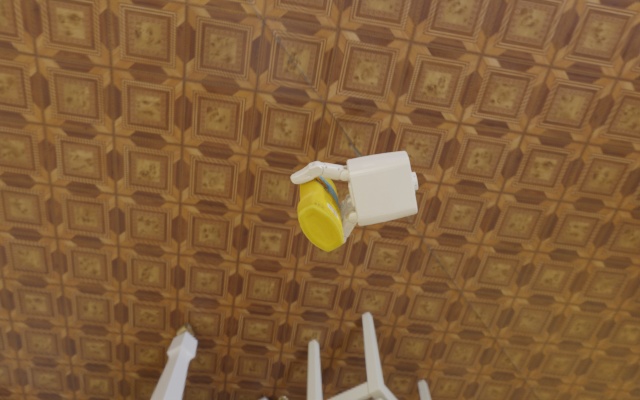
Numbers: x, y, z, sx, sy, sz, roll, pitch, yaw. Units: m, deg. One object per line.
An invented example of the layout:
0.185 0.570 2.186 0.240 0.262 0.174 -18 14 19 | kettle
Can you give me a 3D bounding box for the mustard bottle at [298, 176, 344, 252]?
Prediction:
0.000 0.003 0.856 0.058 0.096 0.191 -33 24 16 | mustard bottle
